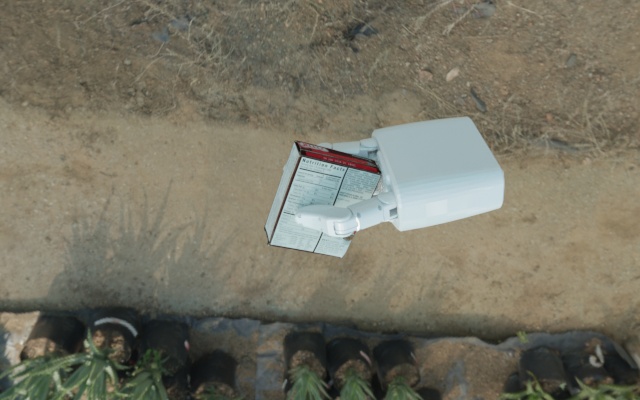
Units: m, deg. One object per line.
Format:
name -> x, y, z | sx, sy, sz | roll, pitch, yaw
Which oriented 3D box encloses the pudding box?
pudding box -> 0.000, 0.002, 0.496 | 0.090, 0.113, 0.039 | 13, 26, -18
